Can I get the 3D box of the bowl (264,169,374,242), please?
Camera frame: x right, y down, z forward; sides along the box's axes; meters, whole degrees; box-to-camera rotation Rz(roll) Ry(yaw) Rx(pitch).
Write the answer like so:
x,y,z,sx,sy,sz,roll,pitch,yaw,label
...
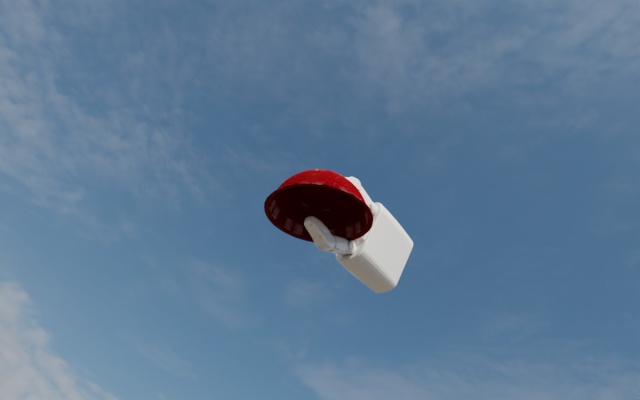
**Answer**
x,y,z,sx,sy,sz,roll,pitch,yaw,label
0.000,0.001,0.711,0.162,0.055,0.162,6,-33,4,bowl
